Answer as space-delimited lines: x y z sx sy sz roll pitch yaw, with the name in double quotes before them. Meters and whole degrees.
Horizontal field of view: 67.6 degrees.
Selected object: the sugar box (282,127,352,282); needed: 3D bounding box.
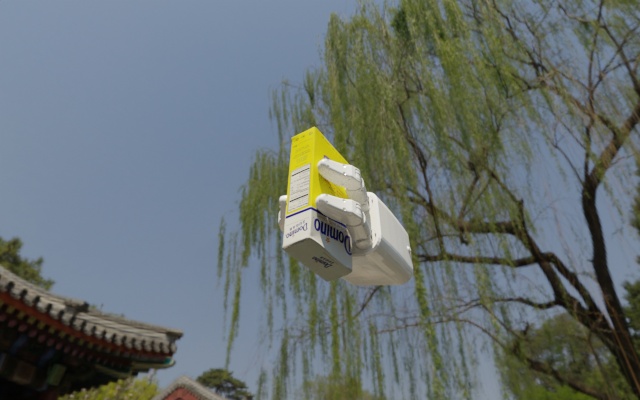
"sugar box" 0.001 0.002 0.600 0.048 0.176 0.093 -24 -44 25
